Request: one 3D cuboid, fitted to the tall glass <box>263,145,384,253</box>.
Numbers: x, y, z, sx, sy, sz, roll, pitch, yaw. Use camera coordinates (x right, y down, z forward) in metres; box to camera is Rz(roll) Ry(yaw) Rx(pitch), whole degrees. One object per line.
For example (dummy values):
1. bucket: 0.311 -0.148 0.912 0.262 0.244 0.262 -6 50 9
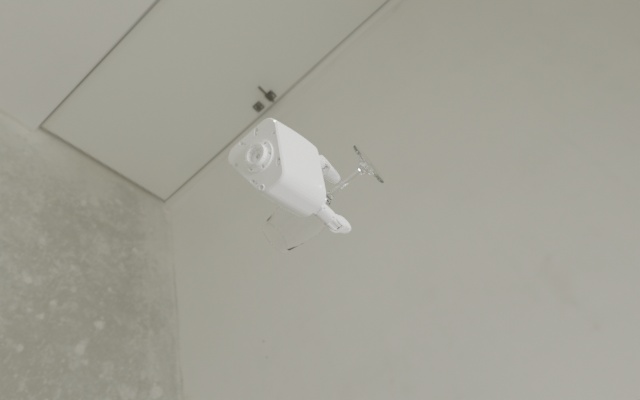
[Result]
1. tall glass: 0.001 0.002 0.768 0.201 0.079 0.079 -39 -11 15
